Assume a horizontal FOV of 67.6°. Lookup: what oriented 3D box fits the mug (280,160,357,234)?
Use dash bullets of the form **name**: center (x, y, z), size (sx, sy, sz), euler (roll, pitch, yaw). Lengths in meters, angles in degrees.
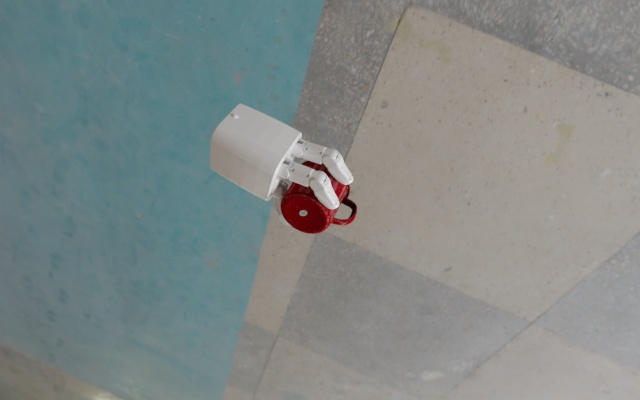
- **mug**: center (0.001, 0.003, 0.736), size (0.117, 0.093, 0.081), euler (27, 46, 2)
